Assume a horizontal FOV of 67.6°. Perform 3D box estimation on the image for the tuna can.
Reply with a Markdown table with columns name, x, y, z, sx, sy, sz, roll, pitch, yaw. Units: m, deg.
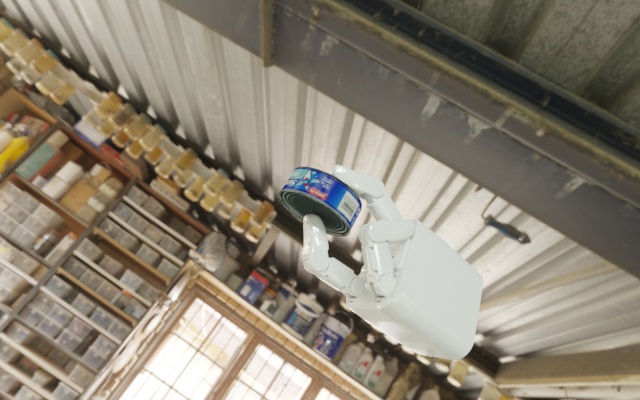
| name | x | y | z | sx | sy | sz | roll | pitch | yaw |
| --- | --- | --- | --- | --- | --- | --- | --- | --- | --- |
| tuna can | 0.000 | 0.001 | 0.505 | 0.086 | 0.033 | 0.086 | 26 | -20 | 10 |
